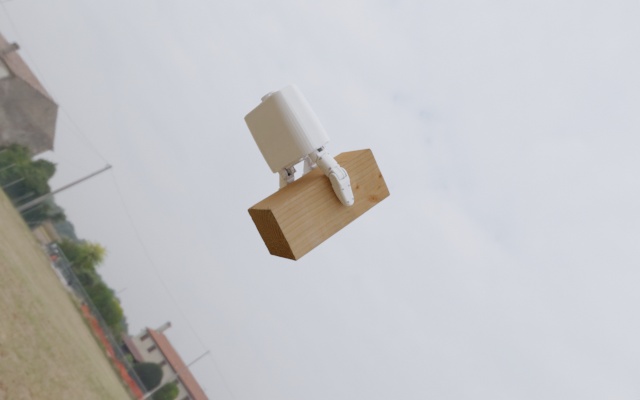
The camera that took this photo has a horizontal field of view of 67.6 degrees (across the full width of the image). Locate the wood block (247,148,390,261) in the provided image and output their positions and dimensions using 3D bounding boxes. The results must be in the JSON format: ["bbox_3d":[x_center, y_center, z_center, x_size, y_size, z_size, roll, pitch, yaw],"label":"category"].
[{"bbox_3d":[0.000,0.002,0.777,0.206,0.090,0.091,-33,17,-27],"label":"wood block"}]
